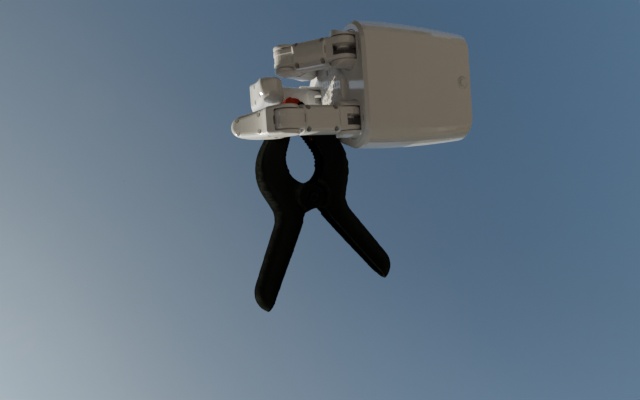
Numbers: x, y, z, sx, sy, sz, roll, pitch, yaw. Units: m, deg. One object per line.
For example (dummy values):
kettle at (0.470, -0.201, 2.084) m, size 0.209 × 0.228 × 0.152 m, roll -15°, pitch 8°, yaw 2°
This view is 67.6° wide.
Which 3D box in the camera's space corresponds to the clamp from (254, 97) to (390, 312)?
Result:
clamp at (0.000, 0.001, 0.402) m, size 0.120 × 0.171 × 0.039 m, roll -4°, pitch 4°, yaw -25°
